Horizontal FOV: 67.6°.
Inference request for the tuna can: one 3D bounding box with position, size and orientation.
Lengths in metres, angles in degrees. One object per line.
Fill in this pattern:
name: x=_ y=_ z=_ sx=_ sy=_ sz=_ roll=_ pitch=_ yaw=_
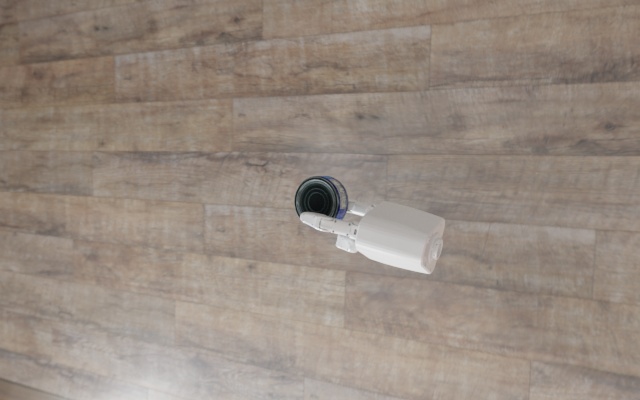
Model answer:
tuna can: x=0.000 y=0.003 z=0.777 sx=0.086 sy=0.086 sz=0.034 roll=0 pitch=2 yaw=30
